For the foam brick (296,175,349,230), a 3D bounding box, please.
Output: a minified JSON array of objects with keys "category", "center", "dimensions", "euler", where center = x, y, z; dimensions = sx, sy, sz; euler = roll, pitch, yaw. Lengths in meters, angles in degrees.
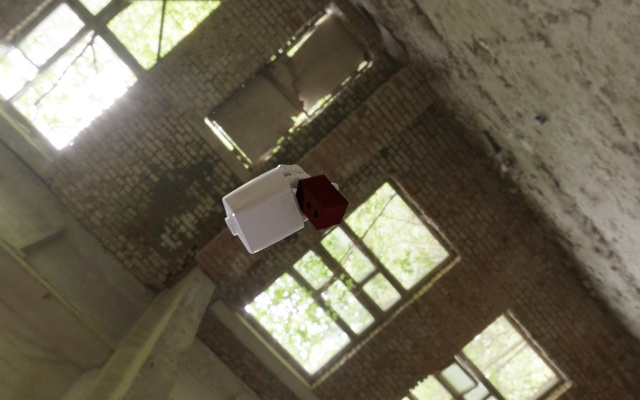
[{"category":"foam brick","center":[0.000,0.003,0.807],"dimensions":[0.051,0.053,0.078],"euler":[-15,48,-33]}]
